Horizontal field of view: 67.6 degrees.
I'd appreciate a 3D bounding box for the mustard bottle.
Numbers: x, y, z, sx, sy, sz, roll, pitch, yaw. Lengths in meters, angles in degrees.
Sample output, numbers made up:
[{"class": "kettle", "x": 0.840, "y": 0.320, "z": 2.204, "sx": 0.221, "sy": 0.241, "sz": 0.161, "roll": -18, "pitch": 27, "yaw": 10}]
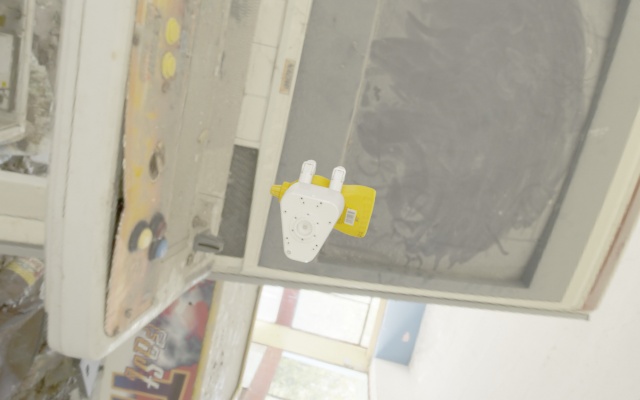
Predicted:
[{"class": "mustard bottle", "x": 0.000, "y": 0.003, "z": 0.889, "sx": 0.191, "sy": 0.096, "sz": 0.058, "roll": 14, "pitch": 34, "yaw": 3}]
